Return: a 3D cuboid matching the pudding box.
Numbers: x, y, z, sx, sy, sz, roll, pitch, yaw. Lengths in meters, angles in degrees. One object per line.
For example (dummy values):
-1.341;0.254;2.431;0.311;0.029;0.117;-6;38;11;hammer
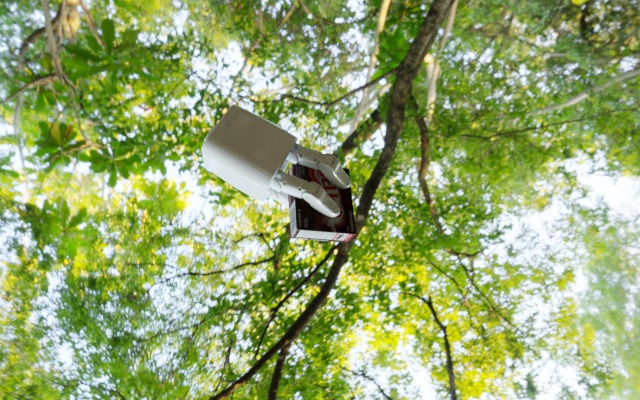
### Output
0.000;0.002;0.694;0.090;0.113;0.039;5;-27;-19;pudding box
